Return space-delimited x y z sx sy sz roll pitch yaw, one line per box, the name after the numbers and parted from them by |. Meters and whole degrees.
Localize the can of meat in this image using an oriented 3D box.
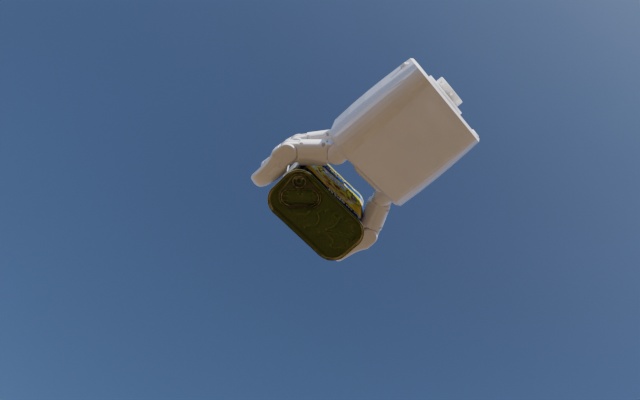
0.000 0.002 0.512 0.057 0.102 0.084 -43 10 19 | can of meat
